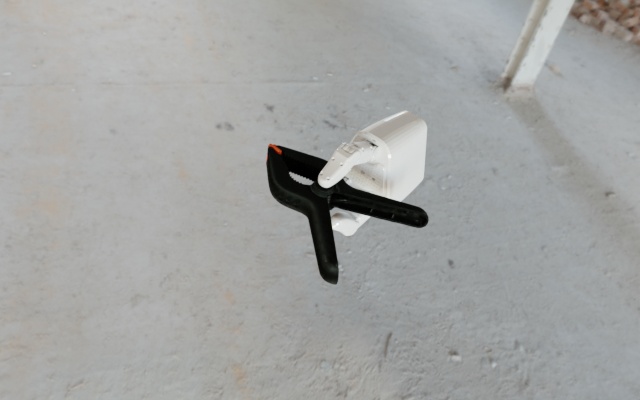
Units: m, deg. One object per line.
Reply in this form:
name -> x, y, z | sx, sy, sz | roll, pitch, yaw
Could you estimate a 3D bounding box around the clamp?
clamp -> 0.000, 0.001, 0.553 | 0.210, 0.036, 0.164 | 35, 44, 23
